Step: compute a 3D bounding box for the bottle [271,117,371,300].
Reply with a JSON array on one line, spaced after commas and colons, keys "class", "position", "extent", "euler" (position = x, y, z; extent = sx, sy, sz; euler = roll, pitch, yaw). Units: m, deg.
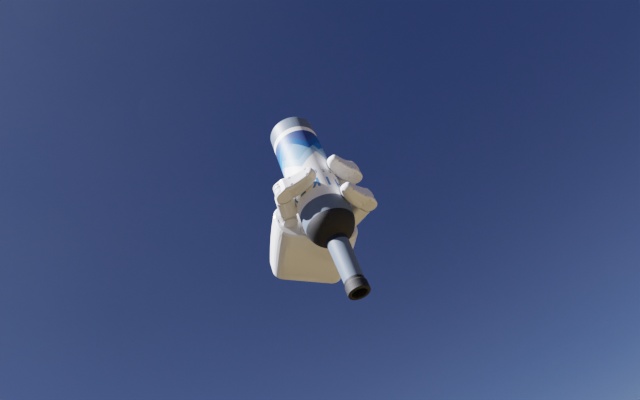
[{"class": "bottle", "position": [0.000, 0.002, 0.630], "extent": [0.069, 0.069, 0.295], "euler": [0, 44, -25]}]
